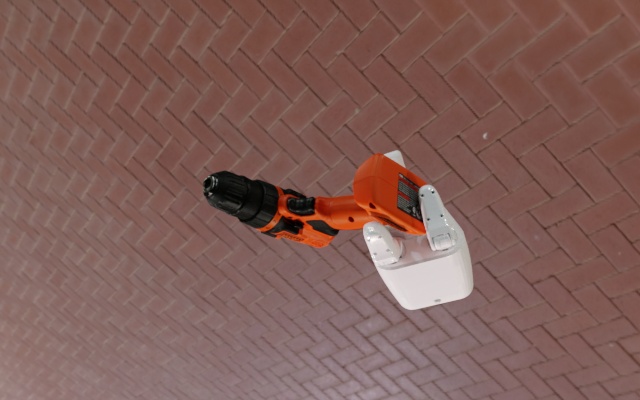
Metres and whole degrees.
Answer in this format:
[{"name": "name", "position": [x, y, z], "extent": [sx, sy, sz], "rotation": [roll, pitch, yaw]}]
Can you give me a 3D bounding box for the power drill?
[{"name": "power drill", "position": [0.001, 0.002, 0.487], "extent": [0.187, 0.057, 0.184], "rotation": [-8, -21, 40]}]
